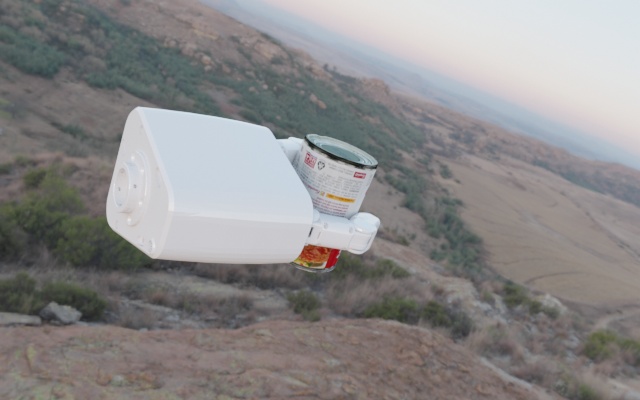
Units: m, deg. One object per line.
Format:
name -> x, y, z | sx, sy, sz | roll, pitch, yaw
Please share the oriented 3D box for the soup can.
soup can -> 0.001, 0.001, 0.416 | 0.068, 0.102, 0.068 | 20, 18, -7
